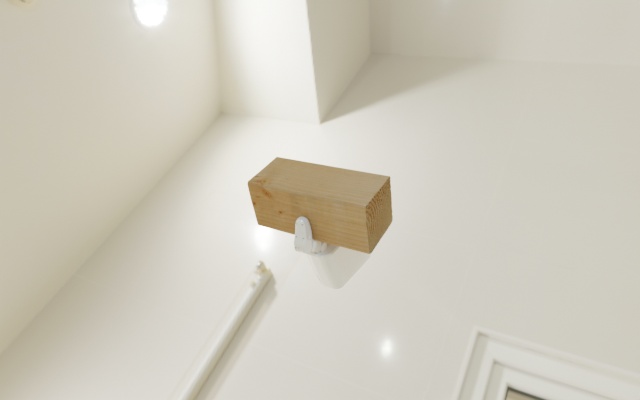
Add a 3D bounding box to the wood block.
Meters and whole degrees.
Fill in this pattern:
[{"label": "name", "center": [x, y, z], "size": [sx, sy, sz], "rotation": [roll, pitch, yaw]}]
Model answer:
[{"label": "wood block", "center": [0.000, 0.003, 0.756], "size": [0.206, 0.090, 0.090], "rotation": [12, 39, 27]}]
